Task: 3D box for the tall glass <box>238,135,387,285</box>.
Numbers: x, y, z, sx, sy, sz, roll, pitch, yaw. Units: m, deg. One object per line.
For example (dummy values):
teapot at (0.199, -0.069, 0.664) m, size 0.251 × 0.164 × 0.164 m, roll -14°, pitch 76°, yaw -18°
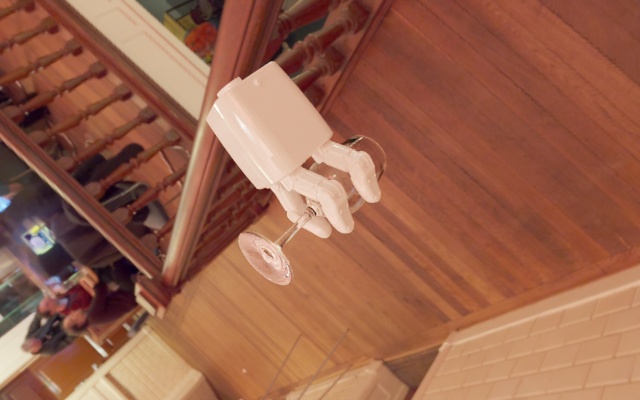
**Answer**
tall glass at (0.000, 0.002, 0.552) m, size 0.079 × 0.079 × 0.201 m, roll 0°, pitch 36°, yaw 47°
